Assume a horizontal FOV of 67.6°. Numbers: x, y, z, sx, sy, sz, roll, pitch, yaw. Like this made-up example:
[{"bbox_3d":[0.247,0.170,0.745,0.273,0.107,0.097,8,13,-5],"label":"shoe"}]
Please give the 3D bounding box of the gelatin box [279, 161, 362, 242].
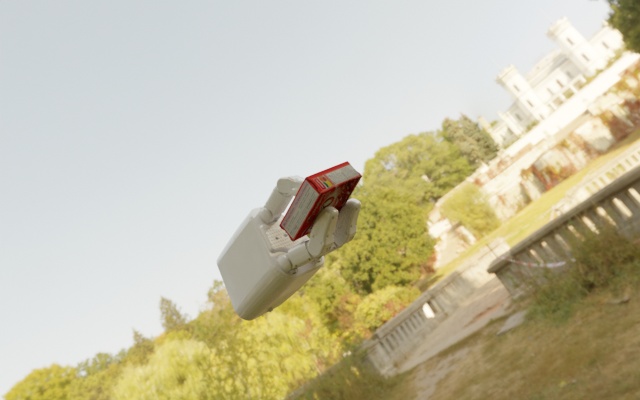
[{"bbox_3d":[0.000,0.001,0.556,0.073,0.030,0.089,-24,-27,-43],"label":"gelatin box"}]
